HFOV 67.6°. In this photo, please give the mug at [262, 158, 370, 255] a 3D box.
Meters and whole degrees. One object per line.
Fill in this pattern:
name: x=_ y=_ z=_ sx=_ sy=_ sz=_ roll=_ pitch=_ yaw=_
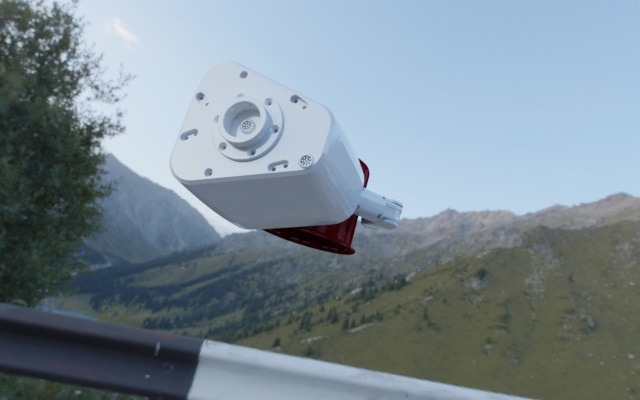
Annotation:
mug: x=0.001 y=0.002 z=0.455 sx=0.093 sy=0.081 sz=0.117 roll=13 pitch=-13 yaw=16
